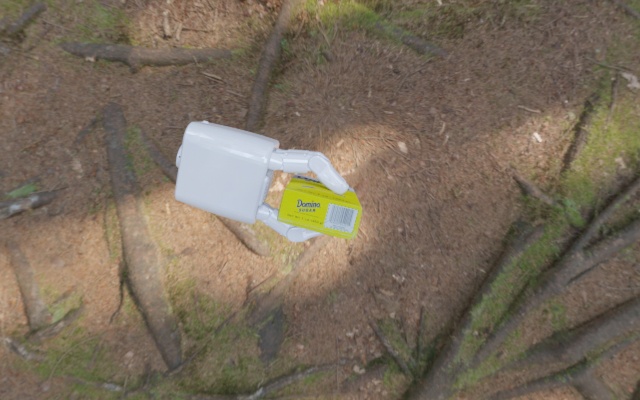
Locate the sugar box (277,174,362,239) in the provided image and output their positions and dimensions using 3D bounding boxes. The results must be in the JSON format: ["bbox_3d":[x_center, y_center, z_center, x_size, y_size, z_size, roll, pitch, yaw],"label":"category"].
[{"bbox_3d":[0.000,0.001,0.620,0.093,0.048,0.176,15,11,-2],"label":"sugar box"}]
